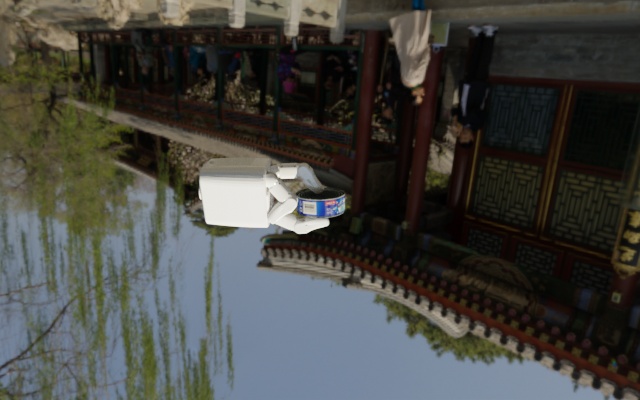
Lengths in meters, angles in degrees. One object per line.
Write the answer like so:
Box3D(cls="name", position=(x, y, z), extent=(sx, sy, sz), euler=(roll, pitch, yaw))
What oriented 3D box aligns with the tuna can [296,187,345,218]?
Box3D(cls="tuna can", position=(0.000, 0.003, 0.827), extent=(0.086, 0.034, 0.086), euler=(-1, 15, 0))
